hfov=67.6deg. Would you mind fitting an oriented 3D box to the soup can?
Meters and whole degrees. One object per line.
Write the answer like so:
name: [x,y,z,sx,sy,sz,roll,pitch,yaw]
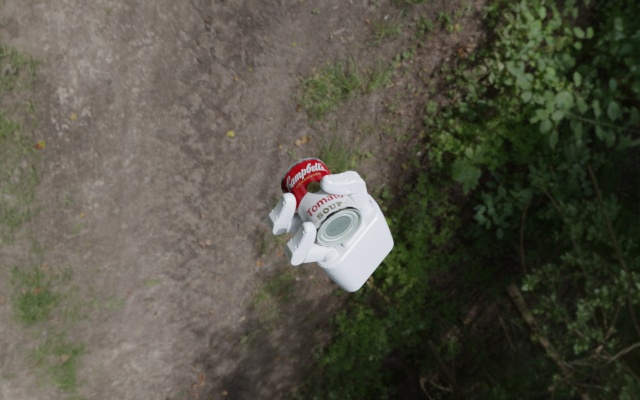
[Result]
soup can: [0.000,0.002,0.618,0.068,0.068,0.102,0,41,-38]
